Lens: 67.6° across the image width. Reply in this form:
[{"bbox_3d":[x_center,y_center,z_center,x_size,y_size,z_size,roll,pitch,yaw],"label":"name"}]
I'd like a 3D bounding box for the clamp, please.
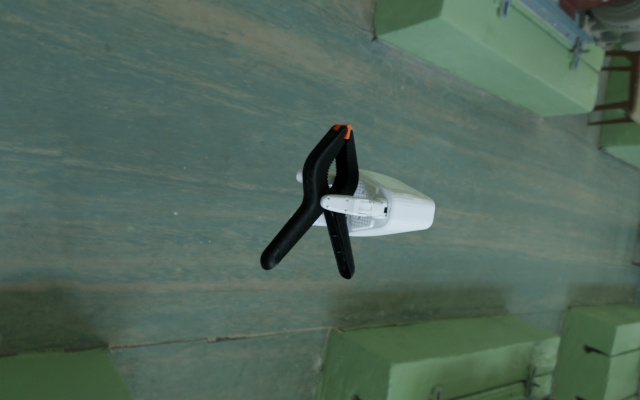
[{"bbox_3d":[0.001,0.002,0.617,0.036,0.210,0.164,10,3,43],"label":"clamp"}]
